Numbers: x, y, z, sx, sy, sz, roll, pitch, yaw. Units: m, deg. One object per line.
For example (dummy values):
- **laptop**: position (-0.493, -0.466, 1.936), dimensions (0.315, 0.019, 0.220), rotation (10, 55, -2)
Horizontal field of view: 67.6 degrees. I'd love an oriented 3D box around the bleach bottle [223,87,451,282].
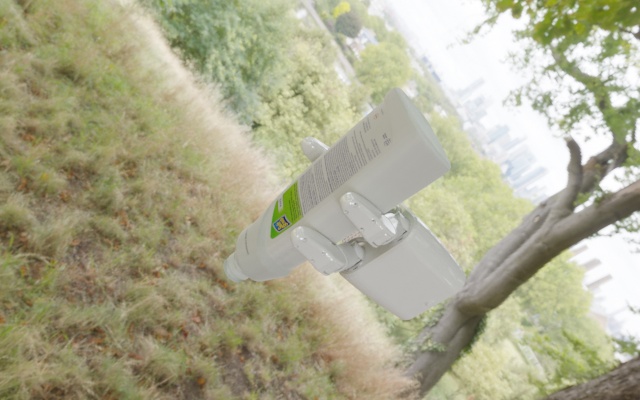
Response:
- **bleach bottle**: position (0.000, 0.002, 0.475), dimensions (0.251, 0.102, 0.068), rotation (-36, -57, 21)
